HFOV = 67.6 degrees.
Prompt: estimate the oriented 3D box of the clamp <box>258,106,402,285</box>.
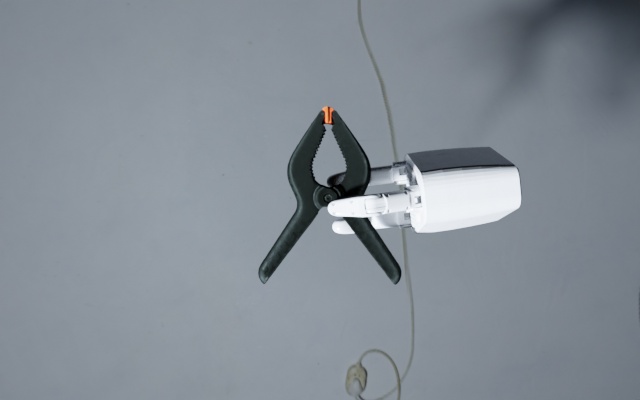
[{"bbox_3d":[0.000,0.001,0.545,0.164,0.210,0.036,-7,5,2],"label":"clamp"}]
